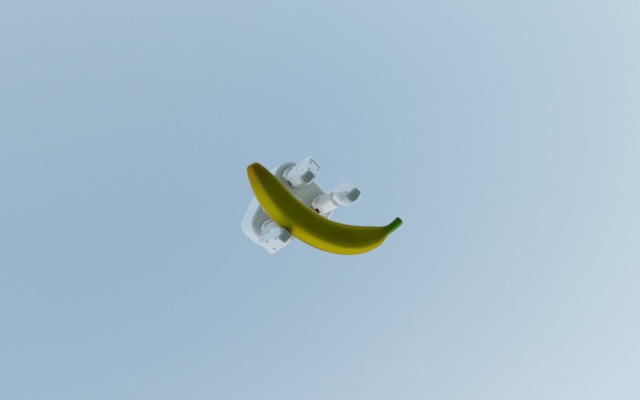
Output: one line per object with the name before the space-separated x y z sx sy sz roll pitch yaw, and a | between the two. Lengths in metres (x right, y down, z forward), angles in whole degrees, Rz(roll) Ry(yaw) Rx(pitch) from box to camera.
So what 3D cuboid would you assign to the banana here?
banana | -0.003 0.021 0.561 0.198 0.069 0.037 21 -4 -16
